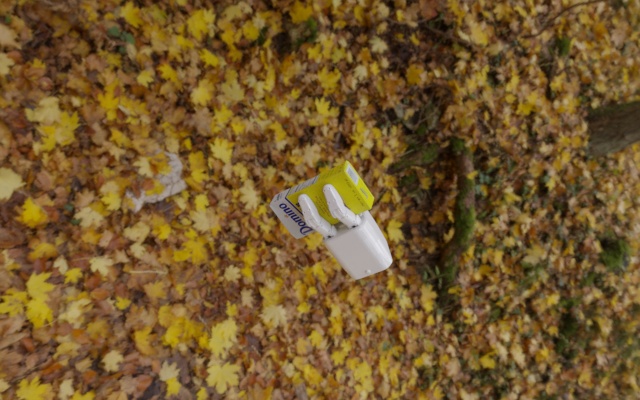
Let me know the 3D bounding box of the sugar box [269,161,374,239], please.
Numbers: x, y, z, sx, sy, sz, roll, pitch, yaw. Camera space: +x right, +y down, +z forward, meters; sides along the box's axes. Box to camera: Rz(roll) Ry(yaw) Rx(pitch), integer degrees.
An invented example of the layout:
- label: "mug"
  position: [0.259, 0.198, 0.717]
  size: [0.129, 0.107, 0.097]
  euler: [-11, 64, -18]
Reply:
- label: "sugar box"
  position: [0.000, 0.003, 0.893]
  size: [0.176, 0.093, 0.048]
  euler: [-26, 22, 27]
